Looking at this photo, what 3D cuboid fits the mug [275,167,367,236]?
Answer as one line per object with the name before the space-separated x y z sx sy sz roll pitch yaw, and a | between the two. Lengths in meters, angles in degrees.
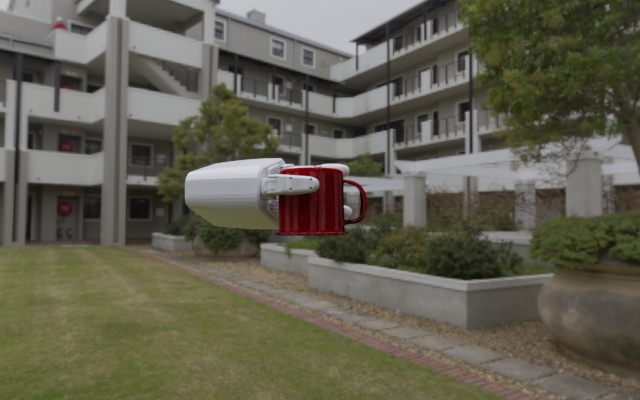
mug | 0.001 0.002 0.598 0.117 0.081 0.093 -1 -3 13
